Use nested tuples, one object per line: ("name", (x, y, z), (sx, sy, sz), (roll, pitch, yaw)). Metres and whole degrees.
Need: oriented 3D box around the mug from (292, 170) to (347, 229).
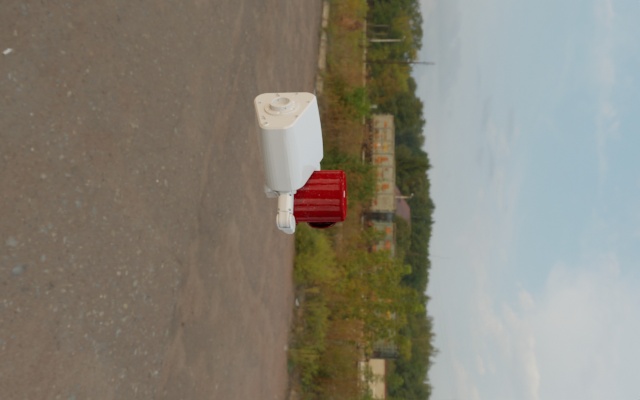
("mug", (0.000, 0.004, 0.766), (0.081, 0.117, 0.093), (-1, 41, 7))
